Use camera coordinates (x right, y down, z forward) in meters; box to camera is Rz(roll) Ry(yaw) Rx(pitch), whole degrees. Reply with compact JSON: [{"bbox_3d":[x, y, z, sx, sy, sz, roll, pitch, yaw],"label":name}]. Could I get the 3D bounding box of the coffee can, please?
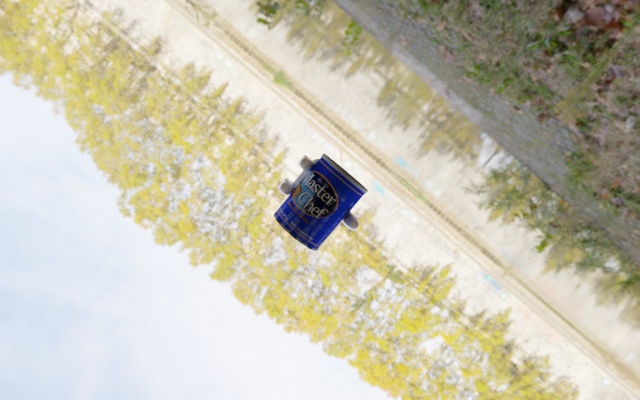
[{"bbox_3d":[0.000,0.003,0.840,0.103,0.140,0.103,40,6,-5],"label":"coffee can"}]
